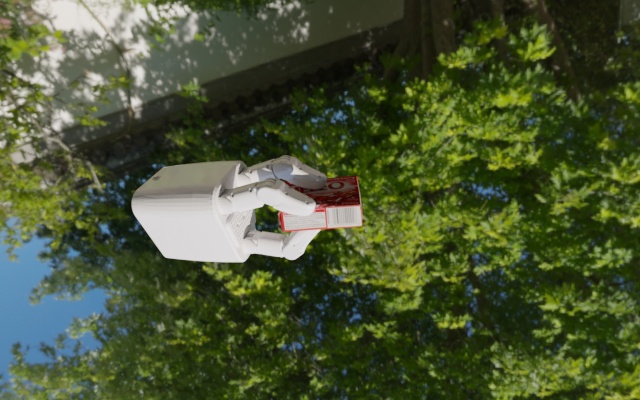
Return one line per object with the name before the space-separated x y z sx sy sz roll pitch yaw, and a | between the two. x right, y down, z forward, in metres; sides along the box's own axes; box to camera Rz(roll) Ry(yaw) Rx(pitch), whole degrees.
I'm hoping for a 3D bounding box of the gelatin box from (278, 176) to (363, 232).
gelatin box | 0.000 0.002 0.535 0.089 0.030 0.073 -4 28 3
